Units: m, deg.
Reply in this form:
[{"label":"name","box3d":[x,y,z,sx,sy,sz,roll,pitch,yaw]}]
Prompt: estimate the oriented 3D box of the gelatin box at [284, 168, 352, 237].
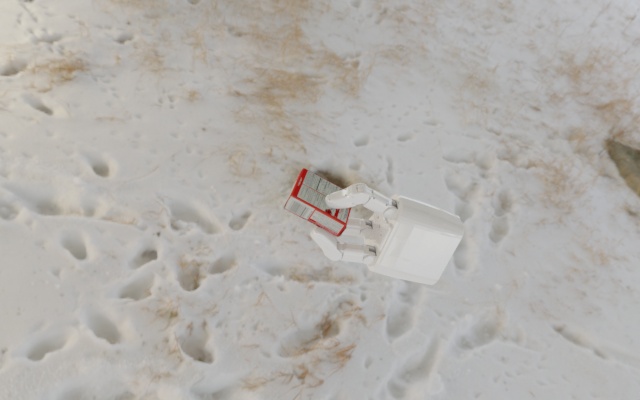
[{"label":"gelatin box","box3d":[0.000,0.002,0.676,0.089,0.030,0.073,28,37,-7]}]
